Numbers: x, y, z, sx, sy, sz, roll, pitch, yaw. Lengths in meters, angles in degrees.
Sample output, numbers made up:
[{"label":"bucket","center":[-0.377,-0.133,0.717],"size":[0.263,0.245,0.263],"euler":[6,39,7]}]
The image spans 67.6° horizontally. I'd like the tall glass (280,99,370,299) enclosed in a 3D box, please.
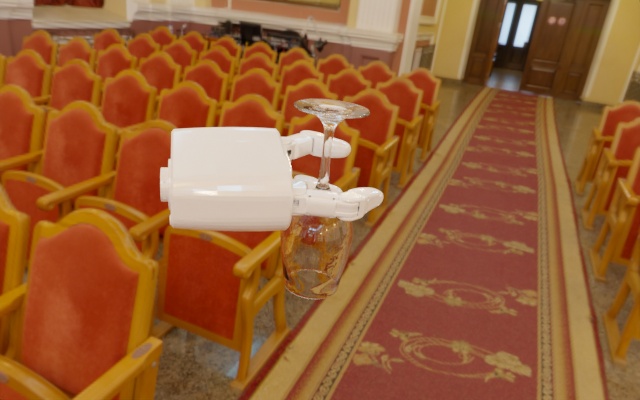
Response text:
[{"label":"tall glass","center":[0.000,0.001,0.497],"size":[0.079,0.201,0.079],"euler":[5,22,-2]}]
